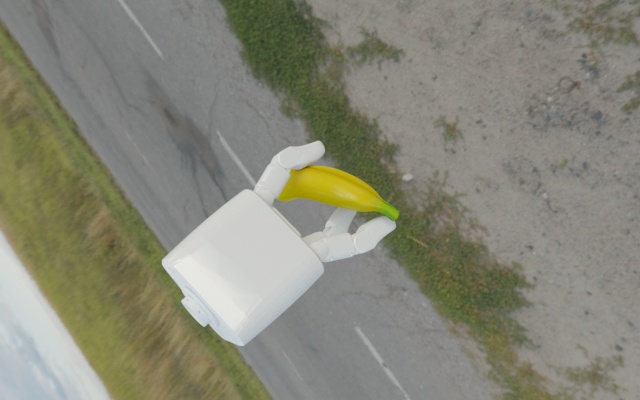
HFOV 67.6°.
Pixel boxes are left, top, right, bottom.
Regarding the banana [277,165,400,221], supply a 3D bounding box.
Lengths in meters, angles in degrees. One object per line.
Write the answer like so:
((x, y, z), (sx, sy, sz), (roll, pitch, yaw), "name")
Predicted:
((-0.007, -0.011, 0.532), (0.198, 0.037, 0.070), (13, -35, 49), "banana")
